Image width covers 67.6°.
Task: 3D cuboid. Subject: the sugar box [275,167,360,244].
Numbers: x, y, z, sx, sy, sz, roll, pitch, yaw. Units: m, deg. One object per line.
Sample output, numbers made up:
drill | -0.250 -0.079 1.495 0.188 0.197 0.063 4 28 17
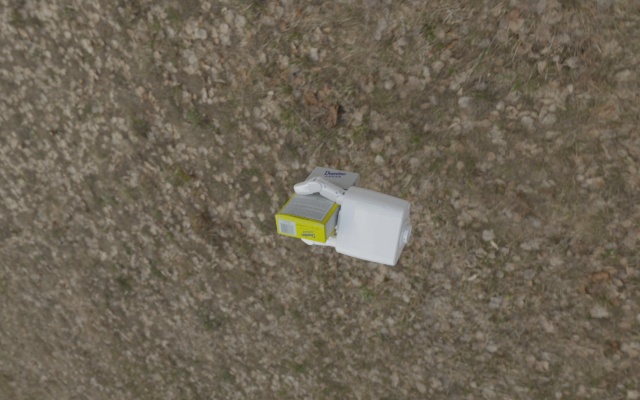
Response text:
sugar box | 0.000 0.003 0.862 0.093 0.048 0.176 12 34 21
